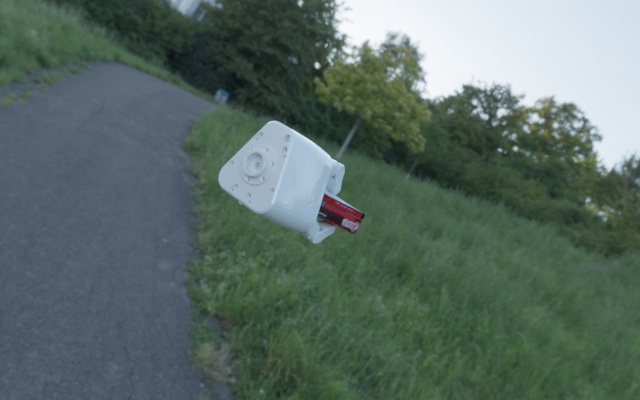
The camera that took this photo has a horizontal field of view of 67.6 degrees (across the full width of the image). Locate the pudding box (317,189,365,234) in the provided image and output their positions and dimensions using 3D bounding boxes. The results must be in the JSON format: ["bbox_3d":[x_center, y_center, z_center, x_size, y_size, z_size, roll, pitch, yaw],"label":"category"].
[{"bbox_3d":[0.000,0.002,0.709,0.090,0.039,0.113,28,5,-33],"label":"pudding box"}]
